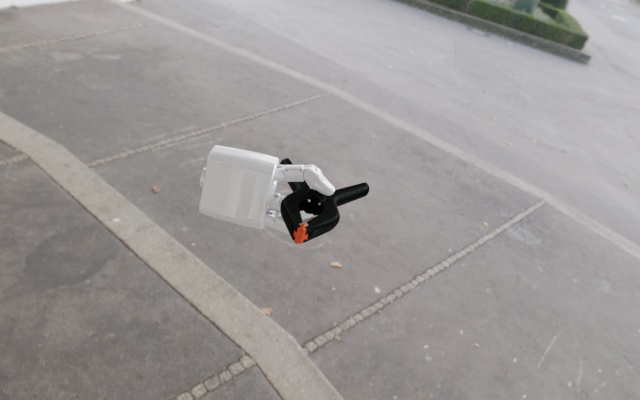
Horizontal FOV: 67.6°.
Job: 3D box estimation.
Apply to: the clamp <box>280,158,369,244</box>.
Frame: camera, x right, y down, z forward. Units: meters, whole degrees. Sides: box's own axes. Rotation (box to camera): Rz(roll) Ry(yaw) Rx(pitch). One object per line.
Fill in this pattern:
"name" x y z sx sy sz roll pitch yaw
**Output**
"clamp" 0.000 0.002 0.775 0.164 0.036 0.209 13 32 -3
